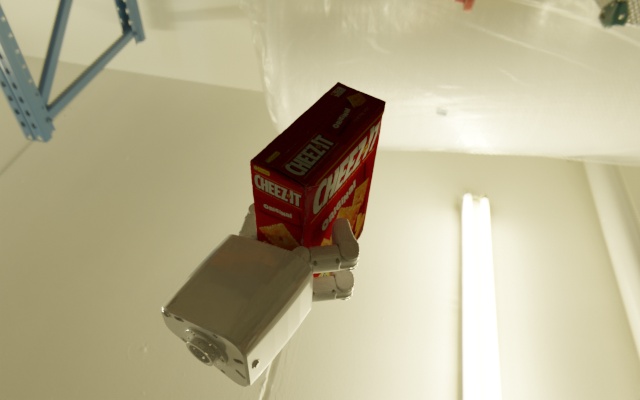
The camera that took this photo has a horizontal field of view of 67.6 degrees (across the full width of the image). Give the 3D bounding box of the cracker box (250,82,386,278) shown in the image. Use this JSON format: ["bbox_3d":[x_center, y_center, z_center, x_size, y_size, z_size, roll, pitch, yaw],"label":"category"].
[{"bbox_3d":[0.000,0.002,0.547,0.072,0.214,0.164,25,50,19],"label":"cracker box"}]
